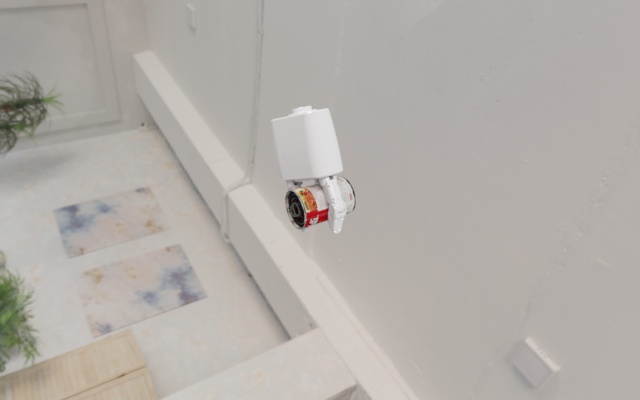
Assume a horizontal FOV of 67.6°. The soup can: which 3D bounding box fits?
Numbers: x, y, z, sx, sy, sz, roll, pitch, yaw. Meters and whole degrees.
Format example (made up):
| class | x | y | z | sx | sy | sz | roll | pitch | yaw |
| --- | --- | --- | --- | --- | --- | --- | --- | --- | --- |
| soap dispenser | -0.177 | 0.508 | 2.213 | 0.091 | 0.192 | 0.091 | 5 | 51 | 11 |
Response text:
| class | x | y | z | sx | sy | sz | roll | pitch | yaw |
| --- | --- | --- | --- | --- | --- | --- | --- | --- | --- |
| soup can | 0.001 | 0.003 | 0.812 | 0.102 | 0.068 | 0.068 | -17 | 8 | -27 |
